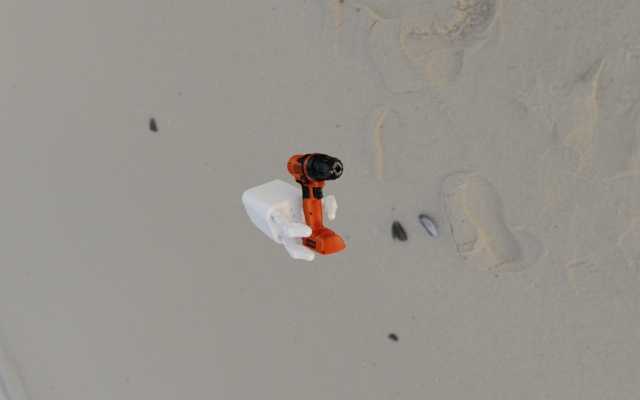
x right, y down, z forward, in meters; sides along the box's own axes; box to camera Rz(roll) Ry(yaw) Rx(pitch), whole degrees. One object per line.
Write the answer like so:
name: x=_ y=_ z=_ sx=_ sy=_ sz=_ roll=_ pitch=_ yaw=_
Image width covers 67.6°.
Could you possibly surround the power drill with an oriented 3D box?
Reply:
power drill: x=0.000 y=0.003 z=0.898 sx=0.057 sy=0.188 sz=0.184 roll=-12 pitch=11 yaw=-23
